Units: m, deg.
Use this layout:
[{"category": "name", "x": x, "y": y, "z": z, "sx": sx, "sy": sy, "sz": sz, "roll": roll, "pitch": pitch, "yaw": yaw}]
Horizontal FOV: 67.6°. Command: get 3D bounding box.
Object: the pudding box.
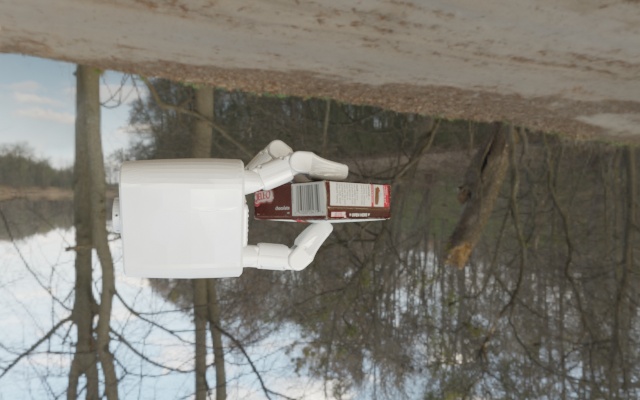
[{"category": "pudding box", "x": 0.000, "y": 0.002, "z": 0.480, "sx": 0.090, "sy": 0.039, "sz": 0.113, "roll": 0, "pitch": 0, "yaw": -42}]
